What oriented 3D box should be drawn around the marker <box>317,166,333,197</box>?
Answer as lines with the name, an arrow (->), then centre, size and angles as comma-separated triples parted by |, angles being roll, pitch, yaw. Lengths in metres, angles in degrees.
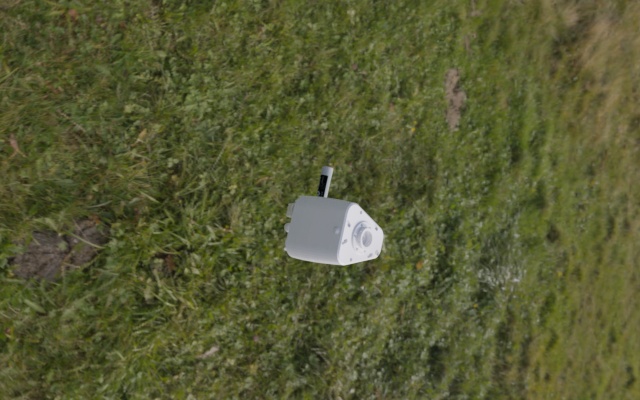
marker -> 0.000, 0.003, 0.802 | 0.020, 0.121, 0.020 | 12, -7, 2
